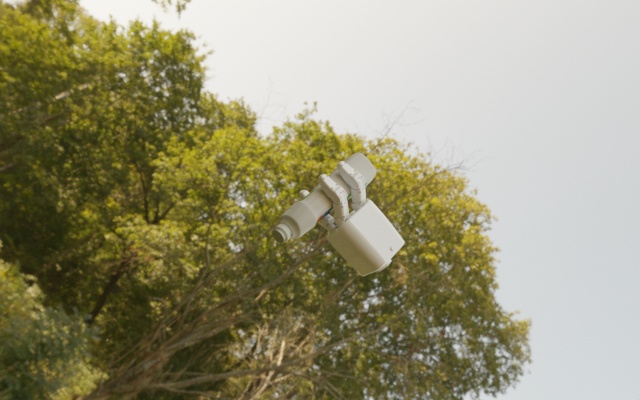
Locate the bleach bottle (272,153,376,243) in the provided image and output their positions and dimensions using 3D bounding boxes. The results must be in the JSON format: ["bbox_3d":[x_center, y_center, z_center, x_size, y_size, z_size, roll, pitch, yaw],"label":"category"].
[{"bbox_3d":[0.000,0.003,0.900,0.250,0.068,0.103,-39,-3,-37],"label":"bleach bottle"}]
